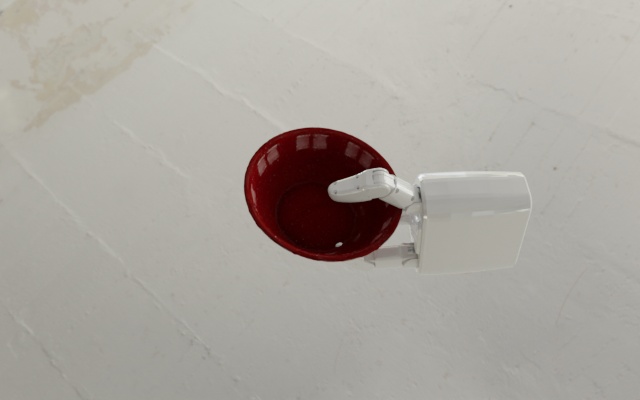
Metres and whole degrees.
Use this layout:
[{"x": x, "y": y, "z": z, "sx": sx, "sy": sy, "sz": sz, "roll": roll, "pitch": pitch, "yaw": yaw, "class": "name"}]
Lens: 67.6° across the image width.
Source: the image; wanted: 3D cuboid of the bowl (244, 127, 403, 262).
[{"x": -0.001, "y": 0.001, "z": 0.498, "sx": 0.162, "sy": 0.162, "sz": 0.055, "roll": 0, "pitch": -33, "yaw": -12, "class": "bowl"}]
